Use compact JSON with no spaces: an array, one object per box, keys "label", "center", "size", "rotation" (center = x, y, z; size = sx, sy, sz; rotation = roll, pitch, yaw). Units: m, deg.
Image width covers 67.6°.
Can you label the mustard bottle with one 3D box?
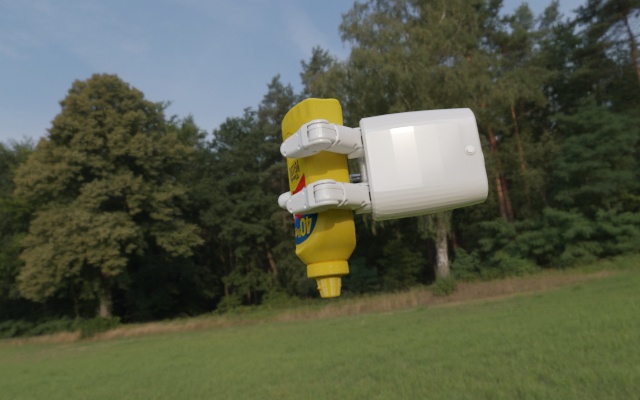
[{"label":"mustard bottle","center":[0.000,0.001,0.486],"size":[0.058,0.191,0.096],"rotation":[-2,-13,-21]}]
